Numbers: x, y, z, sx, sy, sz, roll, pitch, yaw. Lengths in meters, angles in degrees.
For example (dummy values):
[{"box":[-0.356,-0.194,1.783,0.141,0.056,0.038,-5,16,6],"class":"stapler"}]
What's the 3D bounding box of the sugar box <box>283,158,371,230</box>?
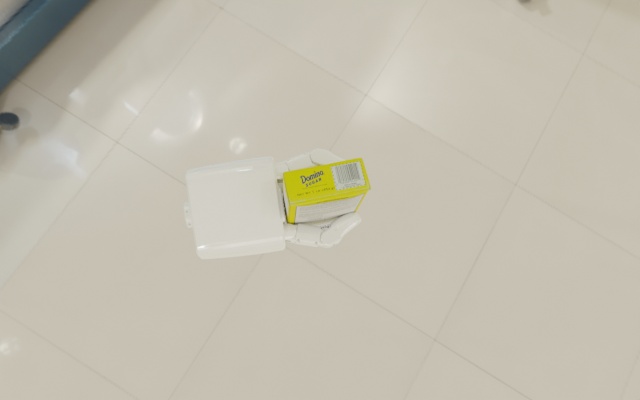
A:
[{"box":[0.000,0.001,0.600,0.093,0.048,0.176,-10,-12,-8],"class":"sugar box"}]
